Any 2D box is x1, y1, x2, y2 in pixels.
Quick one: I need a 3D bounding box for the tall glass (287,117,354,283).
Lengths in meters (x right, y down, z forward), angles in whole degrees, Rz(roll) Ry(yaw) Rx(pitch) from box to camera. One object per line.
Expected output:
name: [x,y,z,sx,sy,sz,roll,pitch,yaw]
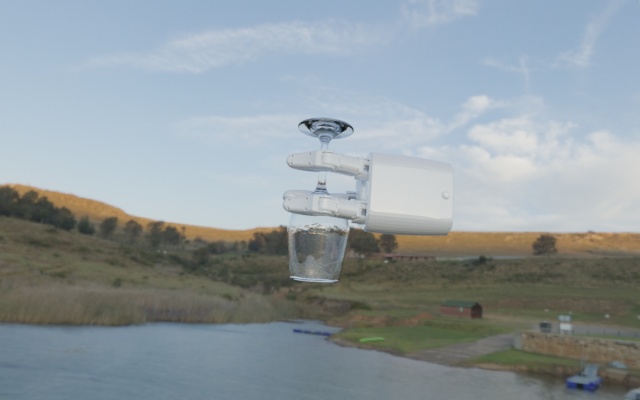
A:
tall glass: [0.000,0.001,0.609,0.079,0.201,0.079,4,-12,1]
